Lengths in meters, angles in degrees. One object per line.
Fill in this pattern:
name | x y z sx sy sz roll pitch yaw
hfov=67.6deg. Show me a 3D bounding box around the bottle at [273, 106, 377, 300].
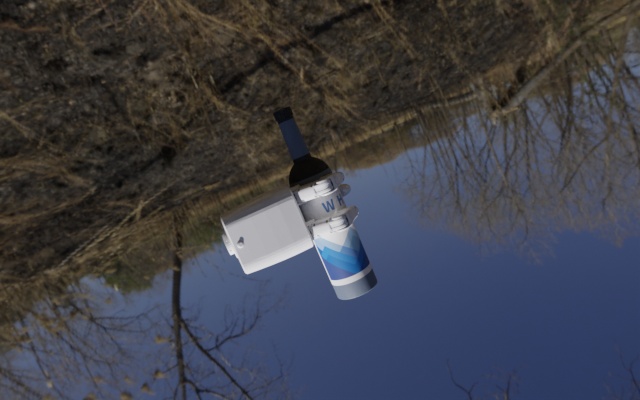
bottle | 0.000 0.003 0.714 0.069 0.296 0.069 -23 8 3
